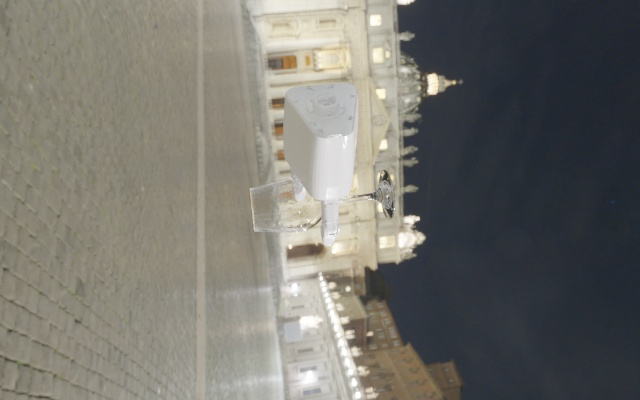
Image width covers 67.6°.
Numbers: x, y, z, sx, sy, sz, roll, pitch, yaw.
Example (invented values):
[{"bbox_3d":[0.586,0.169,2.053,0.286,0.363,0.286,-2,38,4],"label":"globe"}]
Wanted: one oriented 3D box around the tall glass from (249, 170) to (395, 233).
[{"bbox_3d":[0.001,0.002,0.688,0.201,0.079,0.079,-7,1,-8],"label":"tall glass"}]
